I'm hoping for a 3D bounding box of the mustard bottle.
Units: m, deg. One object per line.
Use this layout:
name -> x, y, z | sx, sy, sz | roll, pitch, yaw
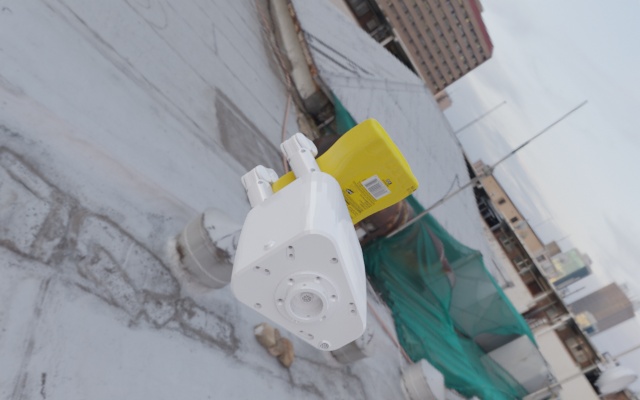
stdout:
mustard bottle -> 0.000, 0.001, 0.501 | 0.191, 0.058, 0.096 | -32, -45, 15
